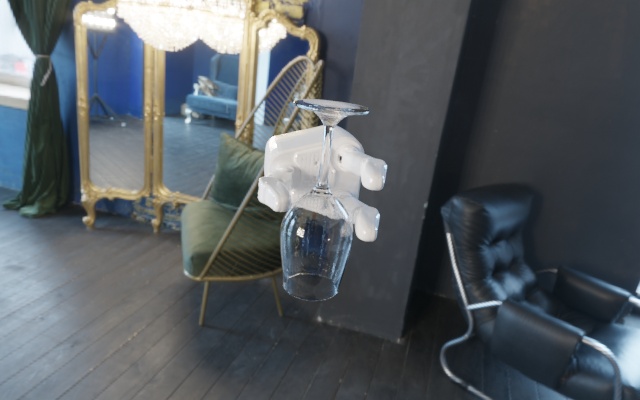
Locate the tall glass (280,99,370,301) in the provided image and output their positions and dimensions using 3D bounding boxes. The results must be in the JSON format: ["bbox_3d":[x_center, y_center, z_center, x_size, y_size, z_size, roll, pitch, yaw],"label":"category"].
[{"bbox_3d":[0.000,0.001,0.495,0.079,0.201,0.079,6,19,-2],"label":"tall glass"}]
